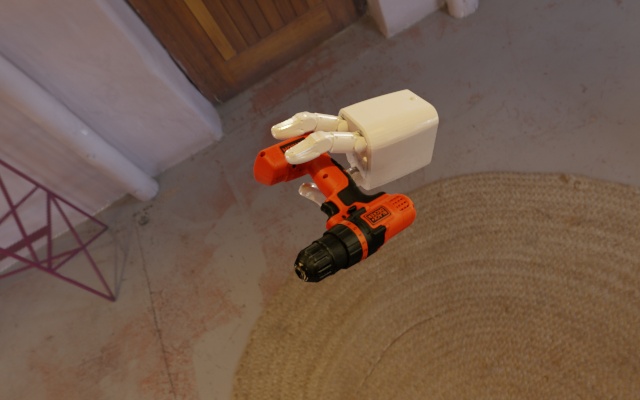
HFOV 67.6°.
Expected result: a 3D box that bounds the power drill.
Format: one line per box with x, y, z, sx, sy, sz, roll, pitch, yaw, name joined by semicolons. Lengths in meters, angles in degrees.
0.000;0.002;0.596;0.184;0.057;0.187;-26;60;-35;power drill
